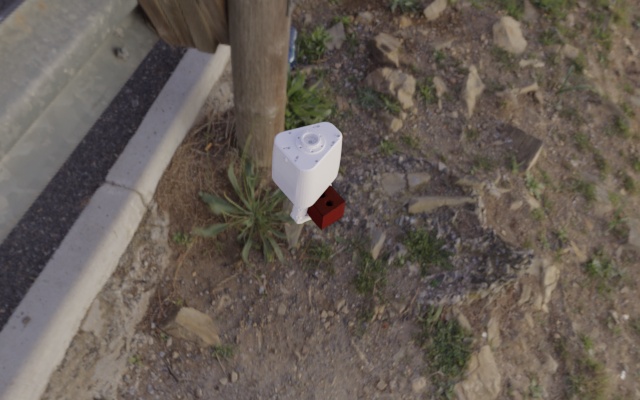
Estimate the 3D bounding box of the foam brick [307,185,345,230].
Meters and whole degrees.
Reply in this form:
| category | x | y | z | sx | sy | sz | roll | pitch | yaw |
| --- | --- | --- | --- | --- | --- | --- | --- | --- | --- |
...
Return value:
| category | x | y | z | sx | sy | sz | roll | pitch | yaw |
| --- | --- | --- | --- | --- | --- | --- | --- | --- | --- |
| foam brick | 0.000 | 0.003 | 0.868 | 0.053 | 0.078 | 0.051 | -32 | -24 | -23 |
